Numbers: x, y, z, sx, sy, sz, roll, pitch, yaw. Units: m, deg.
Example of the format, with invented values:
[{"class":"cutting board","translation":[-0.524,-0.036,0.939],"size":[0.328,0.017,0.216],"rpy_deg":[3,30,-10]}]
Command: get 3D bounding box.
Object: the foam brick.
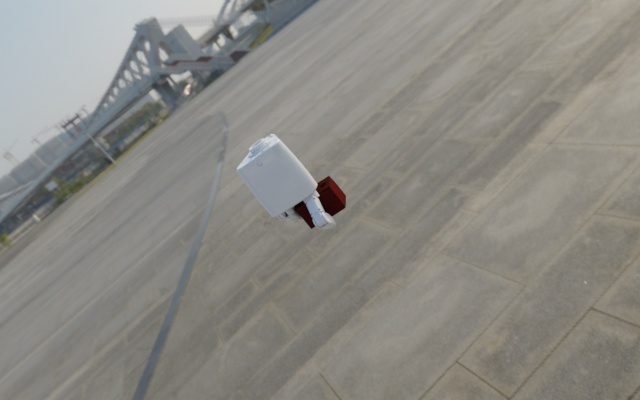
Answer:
[{"class":"foam brick","translation":[0.000,0.003,0.855],"size":[0.078,0.051,0.053],"rpy_deg":[-32,20,15]}]
